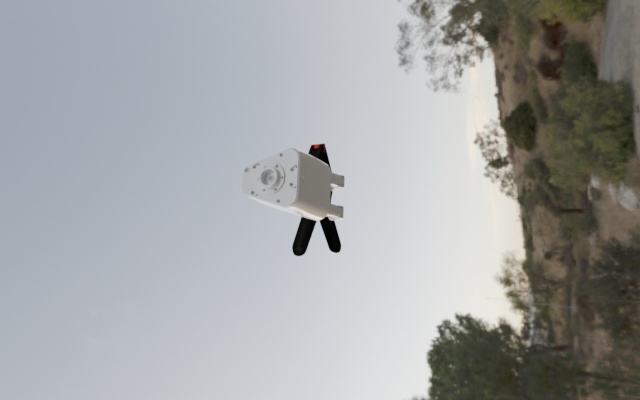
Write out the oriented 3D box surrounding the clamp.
[{"bbox_3d":[-0.001,0.002,0.877,0.036,0.210,0.164,-2,-11,25],"label":"clamp"}]
